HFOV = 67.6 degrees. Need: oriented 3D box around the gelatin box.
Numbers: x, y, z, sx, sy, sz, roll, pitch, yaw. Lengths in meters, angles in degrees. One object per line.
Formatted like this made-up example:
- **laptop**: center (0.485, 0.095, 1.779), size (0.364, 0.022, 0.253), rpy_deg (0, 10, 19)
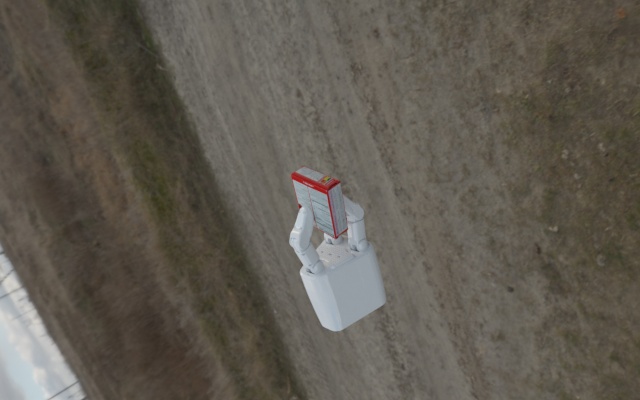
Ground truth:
- **gelatin box**: center (0.000, 0.002, 0.674), size (0.030, 0.089, 0.073), rpy_deg (-37, 43, -29)
